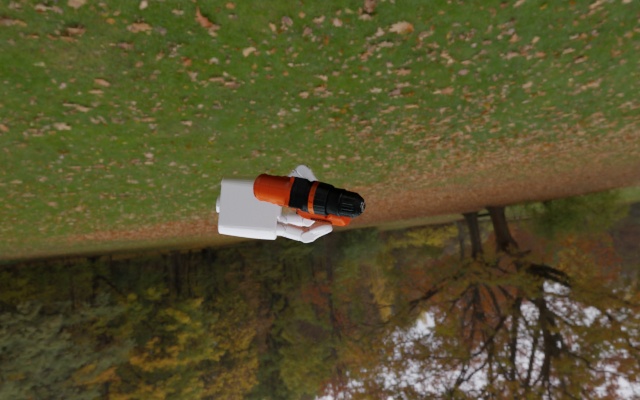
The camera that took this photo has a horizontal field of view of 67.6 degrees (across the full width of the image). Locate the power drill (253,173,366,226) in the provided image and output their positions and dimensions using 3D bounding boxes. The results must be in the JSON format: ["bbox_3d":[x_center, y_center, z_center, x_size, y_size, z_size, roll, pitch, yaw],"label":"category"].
[{"bbox_3d":[0.000,0.003,0.811,0.184,0.057,0.188,13,-6,18],"label":"power drill"}]
